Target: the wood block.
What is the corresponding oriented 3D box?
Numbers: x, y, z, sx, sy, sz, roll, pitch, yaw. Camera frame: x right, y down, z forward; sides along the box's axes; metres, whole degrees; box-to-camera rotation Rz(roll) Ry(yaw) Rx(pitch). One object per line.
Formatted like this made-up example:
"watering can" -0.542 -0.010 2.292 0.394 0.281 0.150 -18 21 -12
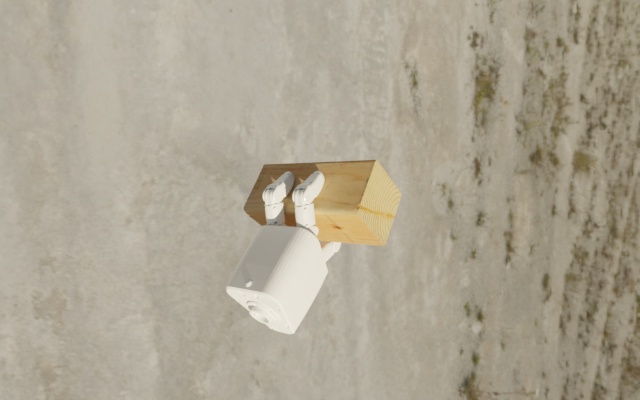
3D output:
"wood block" 0.000 0.003 0.710 0.206 0.090 0.091 1 -31 37
